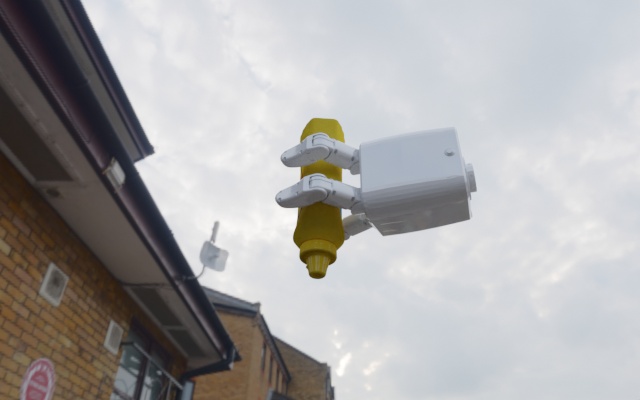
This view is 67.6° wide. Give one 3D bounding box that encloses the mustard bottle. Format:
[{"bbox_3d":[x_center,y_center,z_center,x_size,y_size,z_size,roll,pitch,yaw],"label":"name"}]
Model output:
[{"bbox_3d":[0.000,0.002,0.556,0.058,0.191,0.096,4,-36,-4],"label":"mustard bottle"}]
